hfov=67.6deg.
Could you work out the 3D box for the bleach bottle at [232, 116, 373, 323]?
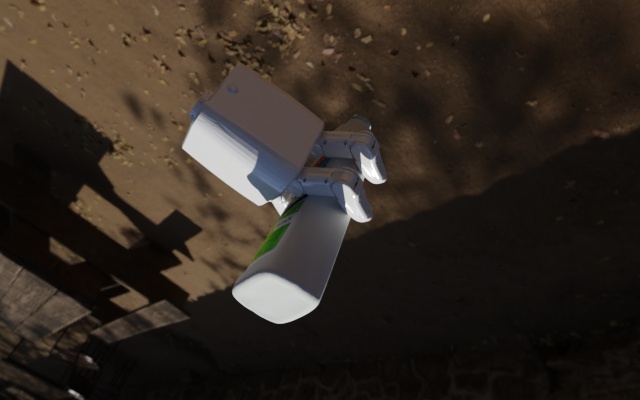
[{"bbox_3d":[0.000,0.002,0.513,0.068,0.250,0.103,36,-38,-13],"label":"bleach bottle"}]
